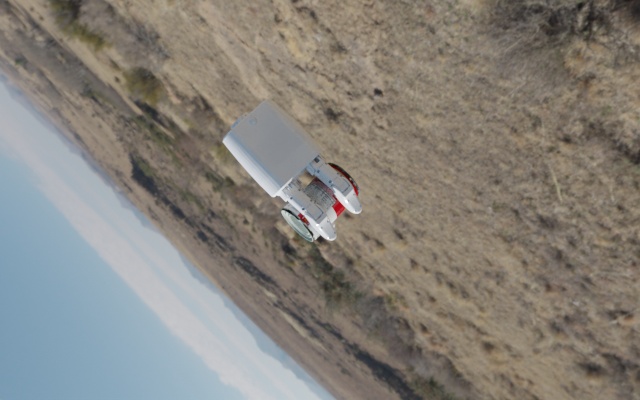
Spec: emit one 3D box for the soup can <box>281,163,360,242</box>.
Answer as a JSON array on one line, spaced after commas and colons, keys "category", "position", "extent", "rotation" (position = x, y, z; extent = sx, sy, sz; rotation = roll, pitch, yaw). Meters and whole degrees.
[{"category": "soup can", "position": [0.000, 0.003, 0.707], "extent": [0.102, 0.068, 0.068], "rotation": [-45, 15, -16]}]
